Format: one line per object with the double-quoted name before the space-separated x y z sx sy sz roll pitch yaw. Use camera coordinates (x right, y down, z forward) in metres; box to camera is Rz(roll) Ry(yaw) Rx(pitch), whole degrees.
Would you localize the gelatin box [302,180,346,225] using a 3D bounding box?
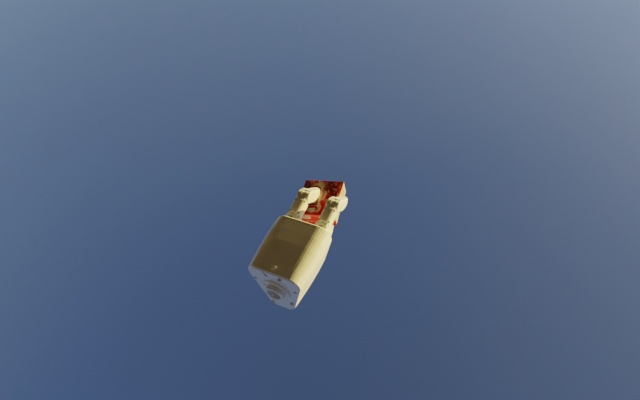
"gelatin box" 0.000 0.003 0.855 0.073 0.030 0.089 3 45 16
